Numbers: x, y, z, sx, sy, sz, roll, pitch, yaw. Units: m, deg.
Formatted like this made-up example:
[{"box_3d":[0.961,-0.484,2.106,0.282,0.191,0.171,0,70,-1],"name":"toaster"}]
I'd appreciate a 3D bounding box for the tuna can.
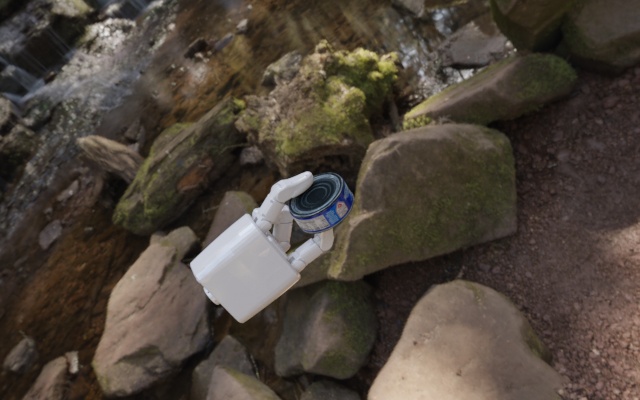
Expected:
[{"box_3d":[0.000,0.002,0.646,0.086,0.086,0.034,0,-44,39],"name":"tuna can"}]
